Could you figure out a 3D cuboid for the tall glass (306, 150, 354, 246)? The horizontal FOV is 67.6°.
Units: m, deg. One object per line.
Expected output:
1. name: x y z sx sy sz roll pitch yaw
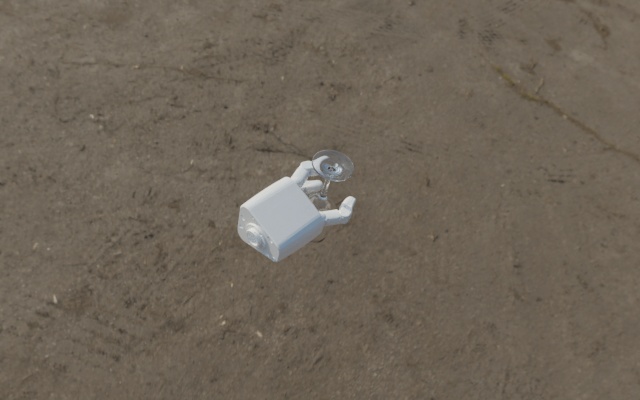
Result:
1. tall glass: 0.000 0.002 0.892 0.079 0.079 0.201 0 -40 -16
